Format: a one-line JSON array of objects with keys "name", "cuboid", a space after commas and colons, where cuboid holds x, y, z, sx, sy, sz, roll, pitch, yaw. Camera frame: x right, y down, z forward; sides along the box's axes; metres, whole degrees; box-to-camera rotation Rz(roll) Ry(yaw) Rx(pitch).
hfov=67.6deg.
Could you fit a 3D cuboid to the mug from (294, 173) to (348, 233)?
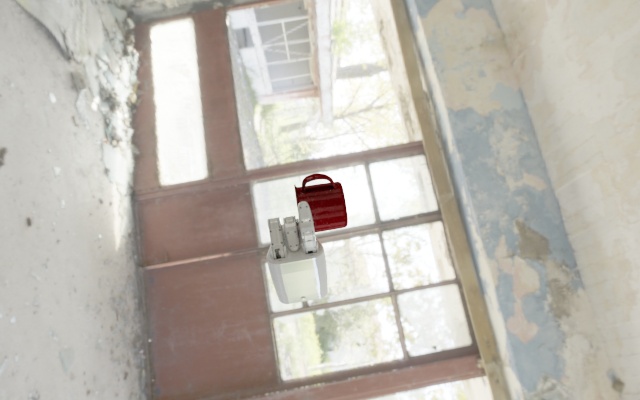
[{"name": "mug", "cuboid": [0.000, 0.001, 0.815, 0.081, 0.117, 0.093, -9, 36, -2]}]
